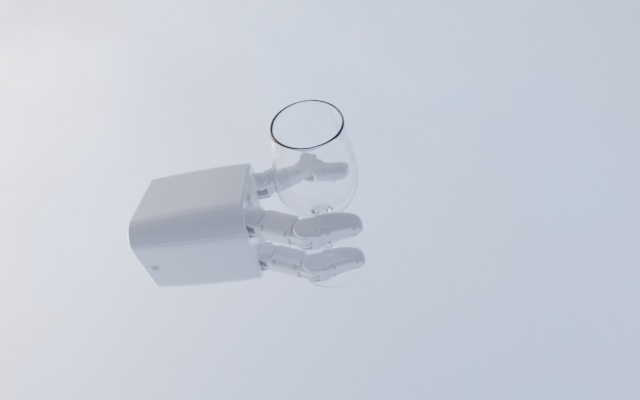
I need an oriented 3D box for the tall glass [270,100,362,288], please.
[{"bbox_3d":[0.000,0.002,0.464,0.079,0.079,0.201,0,-40,8],"label":"tall glass"}]
